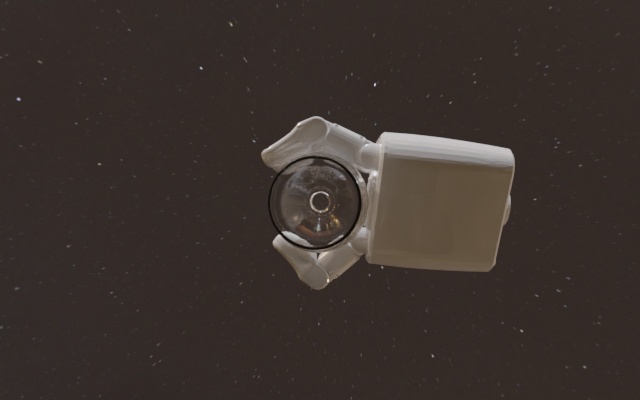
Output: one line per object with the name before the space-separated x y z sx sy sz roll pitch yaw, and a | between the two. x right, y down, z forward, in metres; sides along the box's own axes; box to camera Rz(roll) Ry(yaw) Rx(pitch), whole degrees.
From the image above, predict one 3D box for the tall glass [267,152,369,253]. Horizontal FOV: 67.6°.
tall glass | 0.000 0.001 0.410 0.079 0.079 0.201 0 0 3
